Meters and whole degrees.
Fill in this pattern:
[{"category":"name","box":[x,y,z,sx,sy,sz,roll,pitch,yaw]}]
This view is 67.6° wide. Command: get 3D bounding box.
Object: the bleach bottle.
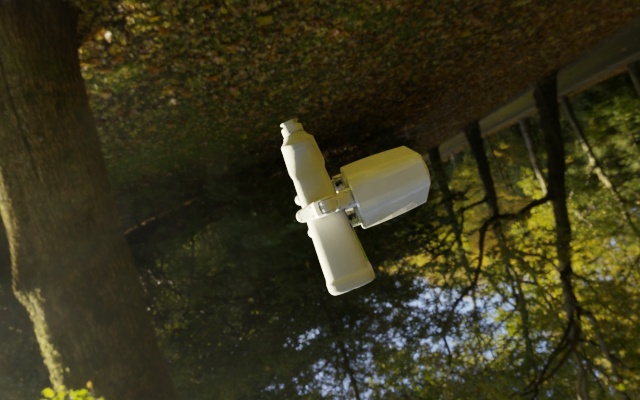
[{"category":"bleach bottle","box":[0.000,0.002,0.684,0.068,0.251,0.102,-22,-2,1]}]
